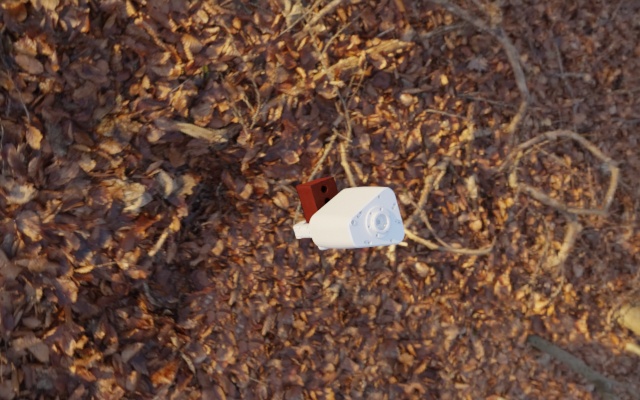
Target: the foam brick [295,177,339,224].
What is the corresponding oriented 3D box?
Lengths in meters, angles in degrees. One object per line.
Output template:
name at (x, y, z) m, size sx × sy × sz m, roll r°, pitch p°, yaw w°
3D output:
foam brick at (0.000, 0.002, 0.830) m, size 0.053 × 0.078 × 0.051 m, roll -22°, pitch 9°, yaw -31°
